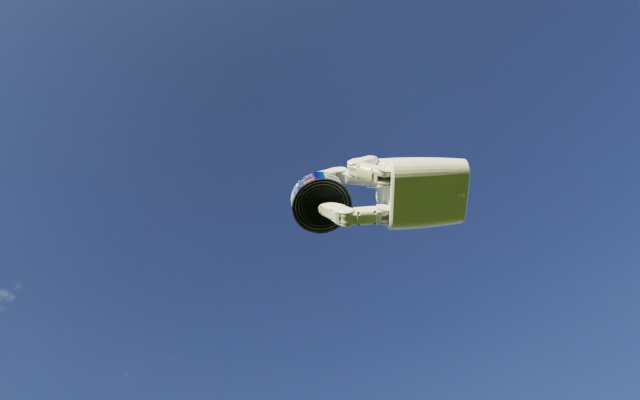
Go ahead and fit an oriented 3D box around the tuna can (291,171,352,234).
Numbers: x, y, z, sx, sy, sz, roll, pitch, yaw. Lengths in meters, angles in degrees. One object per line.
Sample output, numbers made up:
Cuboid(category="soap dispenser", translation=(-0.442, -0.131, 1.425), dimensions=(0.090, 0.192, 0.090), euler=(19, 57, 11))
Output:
Cuboid(category="tuna can", translation=(0.000, 0.002, 0.688), dimensions=(0.086, 0.086, 0.033), euler=(0, 25, -9))
